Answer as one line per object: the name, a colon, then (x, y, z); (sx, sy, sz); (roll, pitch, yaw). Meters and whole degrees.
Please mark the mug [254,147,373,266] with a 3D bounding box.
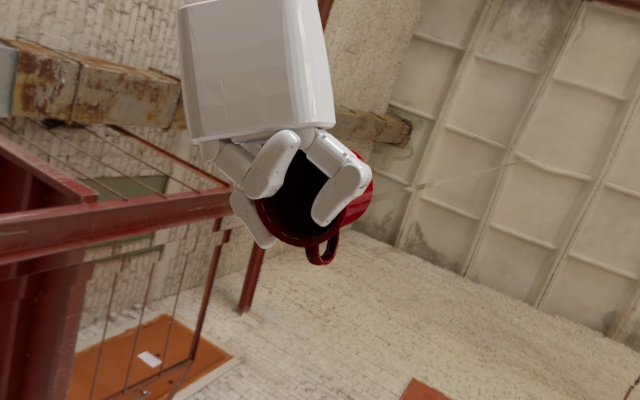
mug: (0.000, 0.003, 0.443); (0.093, 0.117, 0.081); (-5, 5, 27)
